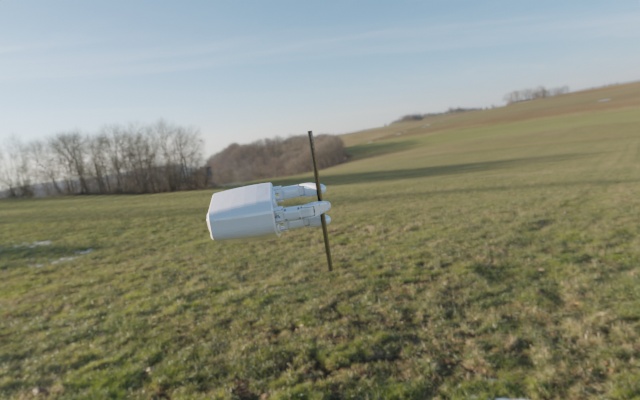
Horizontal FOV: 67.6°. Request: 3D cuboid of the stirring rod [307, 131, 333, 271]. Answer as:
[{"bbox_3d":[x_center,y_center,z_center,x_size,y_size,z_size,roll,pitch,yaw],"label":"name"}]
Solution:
[{"bbox_3d":[0.000,0.003,0.805,0.011,0.239,0.011,-8,7,1],"label":"stirring rod"}]
